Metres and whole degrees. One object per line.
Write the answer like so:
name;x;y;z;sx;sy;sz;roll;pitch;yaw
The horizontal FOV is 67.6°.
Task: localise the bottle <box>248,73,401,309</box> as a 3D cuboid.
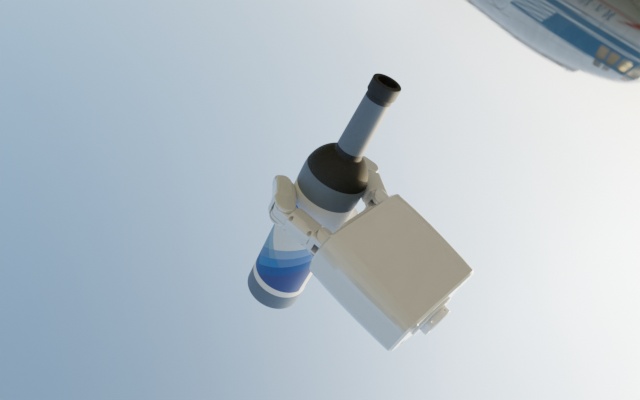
bottle;0.000;0.002;0.497;0.069;0.296;0.069;18;38;-15
